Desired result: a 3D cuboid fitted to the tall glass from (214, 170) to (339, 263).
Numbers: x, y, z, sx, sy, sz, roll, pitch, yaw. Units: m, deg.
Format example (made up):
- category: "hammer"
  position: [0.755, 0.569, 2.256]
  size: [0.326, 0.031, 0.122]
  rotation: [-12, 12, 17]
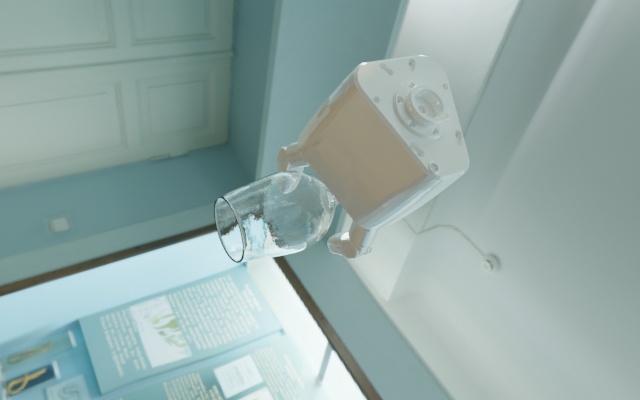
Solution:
- category: "tall glass"
  position: [0.001, 0.001, 0.473]
  size: [0.201, 0.079, 0.079]
  rotation: [-17, 9, -30]
